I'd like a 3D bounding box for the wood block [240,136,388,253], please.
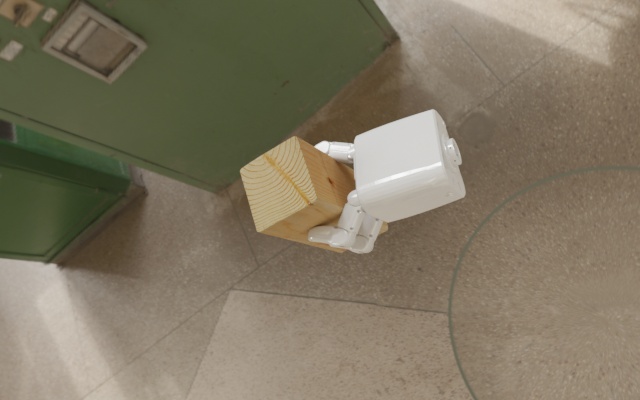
[{"bbox_3d":[0.000,0.002,0.641,0.090,0.090,0.206,-29,-25,22],"label":"wood block"}]
